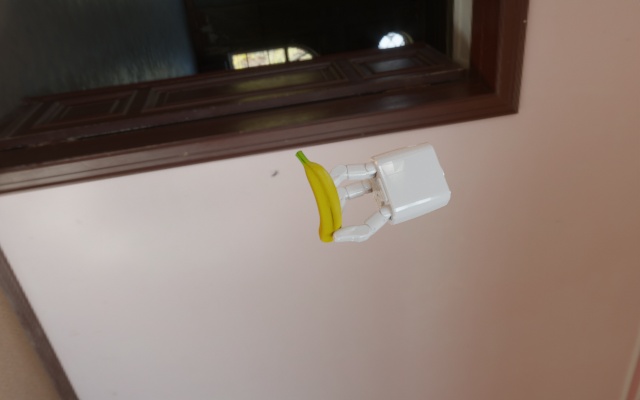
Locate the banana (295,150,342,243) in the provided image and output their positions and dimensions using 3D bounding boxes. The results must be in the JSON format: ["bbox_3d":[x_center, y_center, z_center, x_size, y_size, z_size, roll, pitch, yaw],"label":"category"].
[{"bbox_3d":[0.008,0.010,0.761,0.037,0.198,0.069,-25,42,-14],"label":"banana"}]
